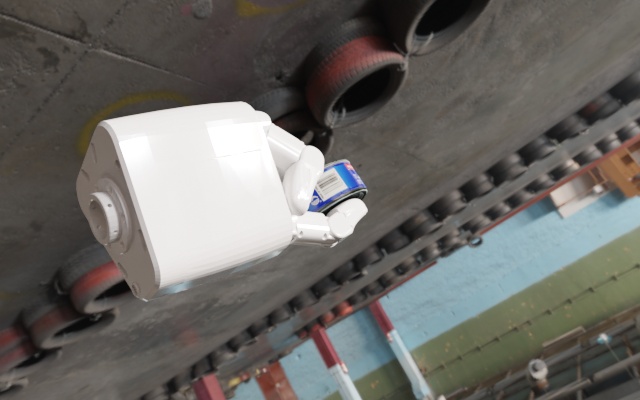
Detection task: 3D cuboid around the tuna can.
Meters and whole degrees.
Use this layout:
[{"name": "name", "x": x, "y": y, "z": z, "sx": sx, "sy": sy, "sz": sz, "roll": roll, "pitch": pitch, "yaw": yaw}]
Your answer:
[{"name": "tuna can", "x": 0.000, "y": 0.002, "z": 0.438, "sx": 0.086, "sy": 0.033, "sz": 0.086, "roll": -32, "pitch": -13, "yaw": -8}]
